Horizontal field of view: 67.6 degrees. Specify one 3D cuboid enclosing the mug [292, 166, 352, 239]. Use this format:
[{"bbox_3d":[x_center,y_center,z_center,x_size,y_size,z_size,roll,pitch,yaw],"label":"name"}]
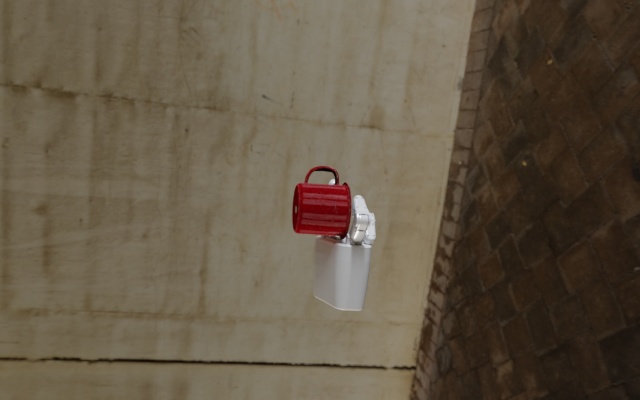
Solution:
[{"bbox_3d":[0.000,0.001,0.768,0.081,0.117,0.093,3,1,-11],"label":"mug"}]
